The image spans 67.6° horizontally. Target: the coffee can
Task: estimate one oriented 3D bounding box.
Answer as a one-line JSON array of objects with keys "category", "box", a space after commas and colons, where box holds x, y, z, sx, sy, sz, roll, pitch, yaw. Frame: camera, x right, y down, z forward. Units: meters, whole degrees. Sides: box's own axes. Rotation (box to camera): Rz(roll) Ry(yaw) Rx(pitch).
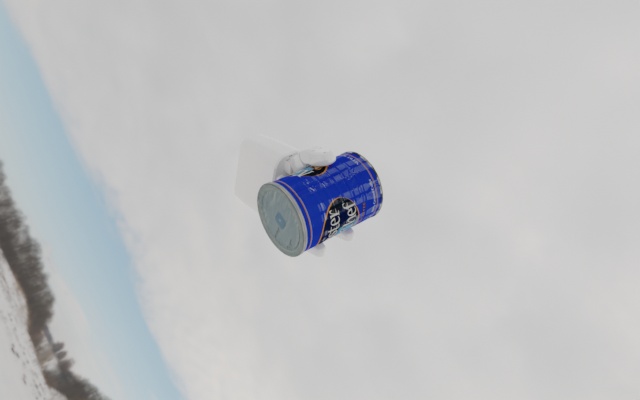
[{"category": "coffee can", "box": [0.000, 0.002, 0.651, 0.140, 0.103, 0.103, -24, 14, -33]}]
